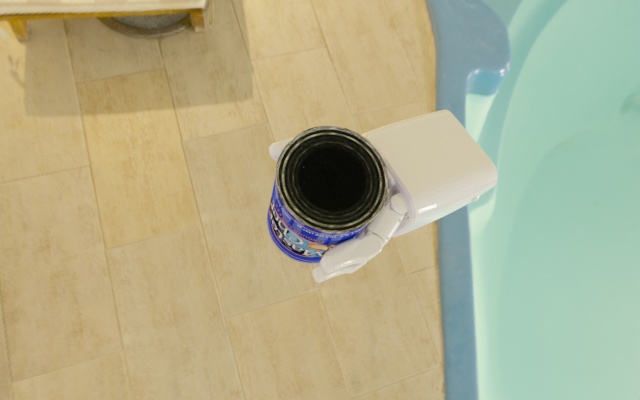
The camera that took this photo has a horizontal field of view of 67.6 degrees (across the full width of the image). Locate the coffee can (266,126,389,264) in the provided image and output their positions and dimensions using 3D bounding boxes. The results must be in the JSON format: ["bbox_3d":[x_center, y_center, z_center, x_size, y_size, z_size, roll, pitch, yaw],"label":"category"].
[{"bbox_3d":[0.000,0.002,0.487,0.103,0.102,0.140,0,-18,-10],"label":"coffee can"}]
